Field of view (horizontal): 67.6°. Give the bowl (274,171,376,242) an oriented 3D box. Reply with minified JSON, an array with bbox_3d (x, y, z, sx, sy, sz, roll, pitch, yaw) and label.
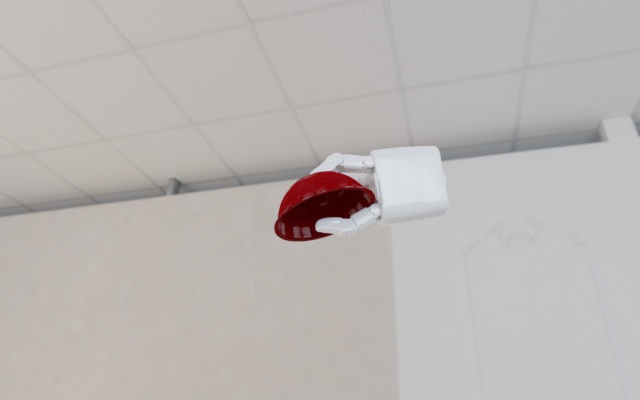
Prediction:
[{"bbox_3d":[-0.001,0.002,0.732,0.162,0.055,0.162,-16,-26,-8],"label":"bowl"}]
